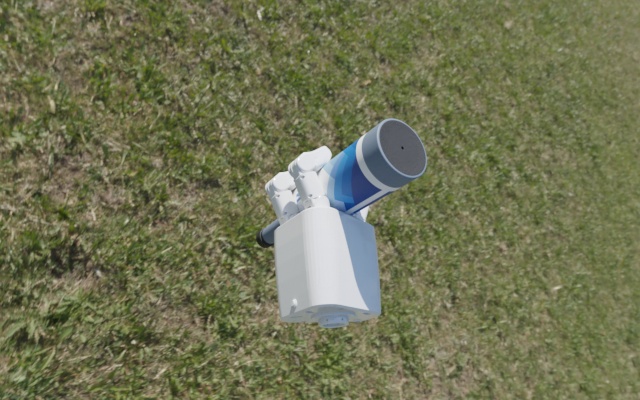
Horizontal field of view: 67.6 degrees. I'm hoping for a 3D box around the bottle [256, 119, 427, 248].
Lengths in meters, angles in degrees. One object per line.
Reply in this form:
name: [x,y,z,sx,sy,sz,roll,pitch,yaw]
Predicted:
bottle: [0.000,0.002,0.583,0.069,0.069,0.296,0,-22,-37]
